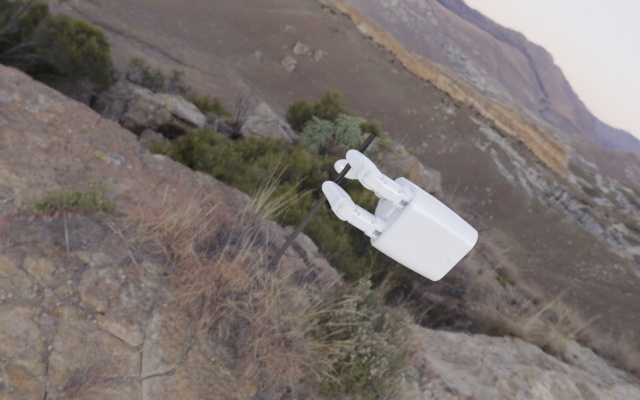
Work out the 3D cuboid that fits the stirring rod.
[{"bbox_3d":[0.000,0.002,0.654,0.011,0.240,0.011,31,25,-16],"label":"stirring rod"}]
